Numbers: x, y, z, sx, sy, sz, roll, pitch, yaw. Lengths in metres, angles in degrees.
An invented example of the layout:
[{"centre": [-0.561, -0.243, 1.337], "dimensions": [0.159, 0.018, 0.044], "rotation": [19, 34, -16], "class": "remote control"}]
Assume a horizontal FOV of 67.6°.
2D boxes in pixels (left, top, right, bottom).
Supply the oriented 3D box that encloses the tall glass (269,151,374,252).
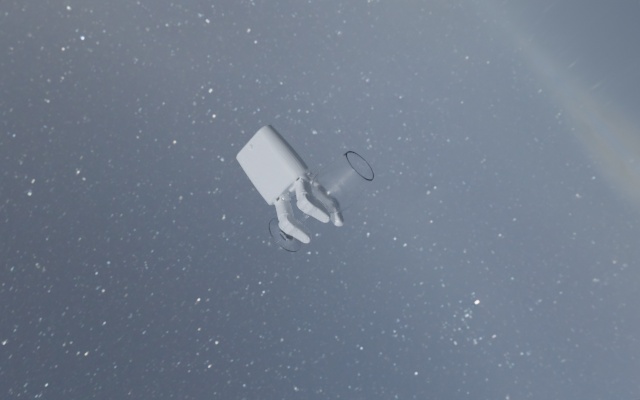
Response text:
[{"centre": [0.000, 0.003, 0.818], "dimensions": [0.201, 0.079, 0.079], "rotation": [-42, -23, 28], "class": "tall glass"}]
